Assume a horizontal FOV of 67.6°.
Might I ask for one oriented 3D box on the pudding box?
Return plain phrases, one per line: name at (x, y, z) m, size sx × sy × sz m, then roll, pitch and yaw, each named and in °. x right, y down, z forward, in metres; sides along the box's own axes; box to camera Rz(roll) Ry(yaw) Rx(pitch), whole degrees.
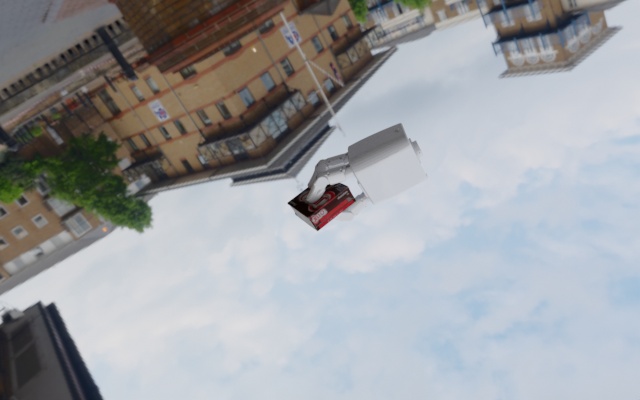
pudding box at (0.000, 0.003, 0.867) m, size 0.090 × 0.039 × 0.113 m, roll -37°, pitch 22°, yaw -12°
